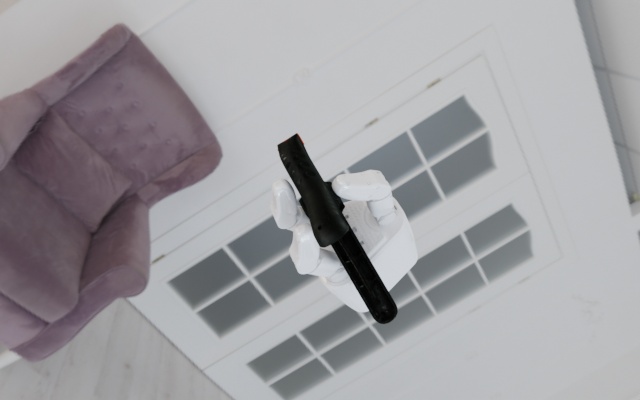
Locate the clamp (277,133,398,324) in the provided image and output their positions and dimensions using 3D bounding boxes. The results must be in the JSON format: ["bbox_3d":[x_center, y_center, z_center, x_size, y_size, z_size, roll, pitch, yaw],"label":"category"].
[{"bbox_3d":[0.001,0.001,0.441,0.036,0.210,0.165,-30,-34,1],"label":"clamp"}]
